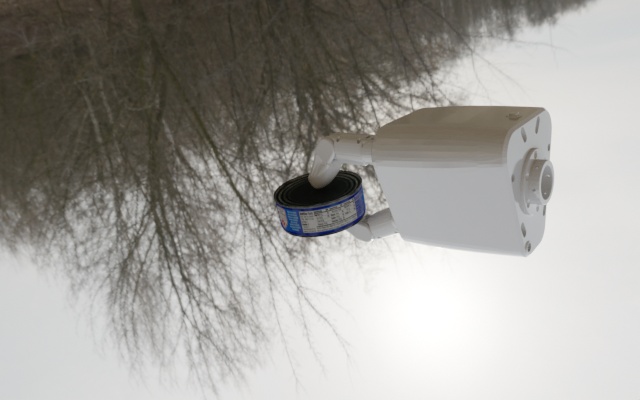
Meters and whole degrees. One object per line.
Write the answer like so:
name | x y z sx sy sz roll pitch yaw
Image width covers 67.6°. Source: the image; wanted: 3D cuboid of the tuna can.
tuna can | 0.000 0.002 0.460 0.086 0.034 0.086 -10 23 4
